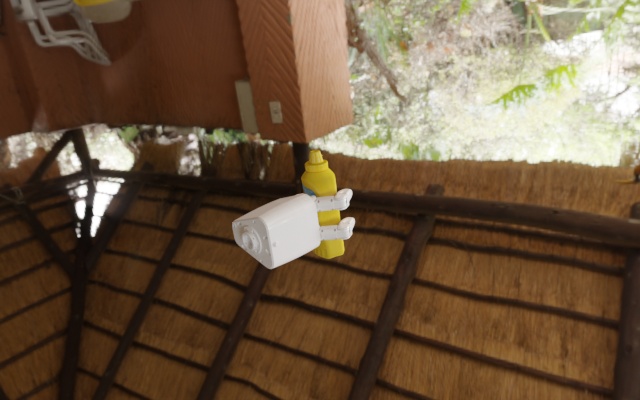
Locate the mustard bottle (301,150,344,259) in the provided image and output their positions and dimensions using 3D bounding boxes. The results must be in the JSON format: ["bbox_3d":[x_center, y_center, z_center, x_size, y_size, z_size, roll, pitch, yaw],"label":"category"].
[{"bbox_3d":[0.000,0.003,0.871,0.058,0.192,0.096,-14,21,-17],"label":"mustard bottle"}]
